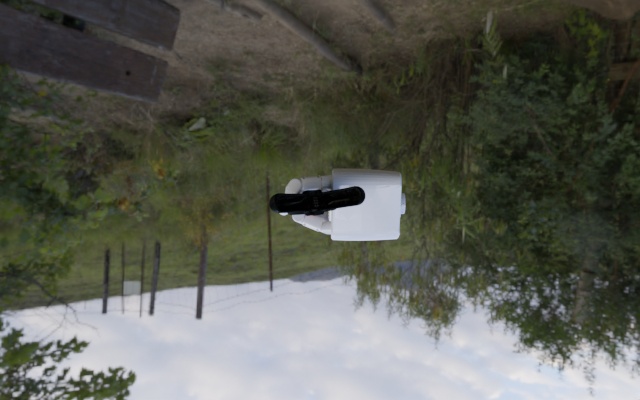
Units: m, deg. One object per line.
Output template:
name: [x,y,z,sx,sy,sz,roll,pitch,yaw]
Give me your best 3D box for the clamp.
clamp: [0.000,0.003,0.665,0.120,0.039,0.171,0,-1,3]
